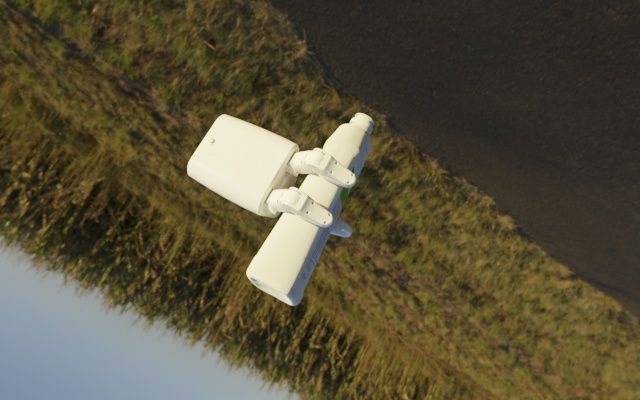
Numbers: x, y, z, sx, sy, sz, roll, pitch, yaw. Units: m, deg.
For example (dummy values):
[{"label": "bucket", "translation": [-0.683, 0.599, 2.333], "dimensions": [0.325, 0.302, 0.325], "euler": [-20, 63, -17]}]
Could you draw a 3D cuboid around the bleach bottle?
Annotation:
[{"label": "bleach bottle", "translation": [0.000, 0.002, 0.597], "dimensions": [0.068, 0.250, 0.103], "euler": [26, -17, 9]}]
